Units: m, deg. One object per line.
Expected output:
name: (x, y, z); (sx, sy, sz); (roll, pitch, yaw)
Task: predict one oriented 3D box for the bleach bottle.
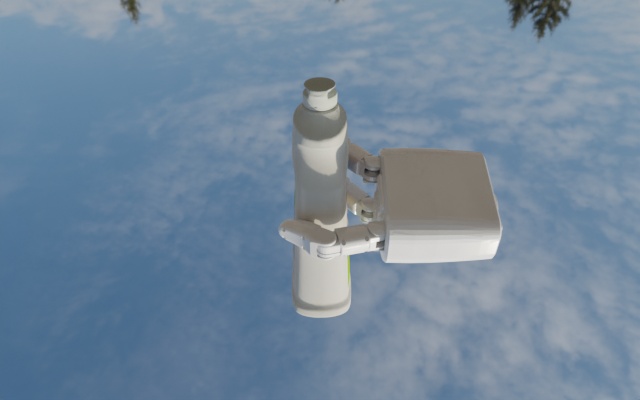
bleach bottle: (0.000, 0.002, 0.487); (0.068, 0.251, 0.102); (-1, 39, -1)
